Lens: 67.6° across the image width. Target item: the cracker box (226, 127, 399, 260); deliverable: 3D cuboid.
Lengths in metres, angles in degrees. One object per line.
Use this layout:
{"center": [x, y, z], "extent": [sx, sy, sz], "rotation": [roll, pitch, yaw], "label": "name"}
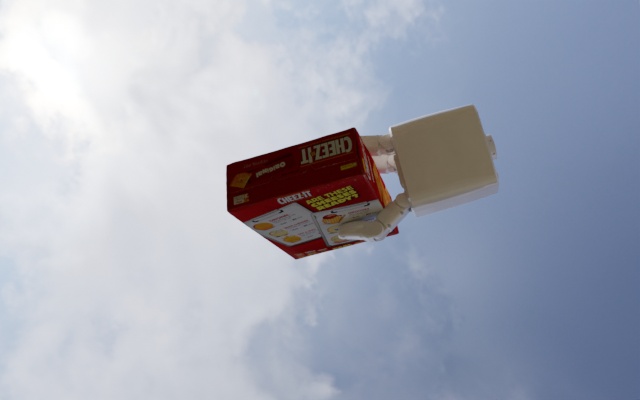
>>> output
{"center": [0.000, 0.002, 0.621], "extent": [0.164, 0.072, 0.214], "rotation": [-15, -26, 14], "label": "cracker box"}
